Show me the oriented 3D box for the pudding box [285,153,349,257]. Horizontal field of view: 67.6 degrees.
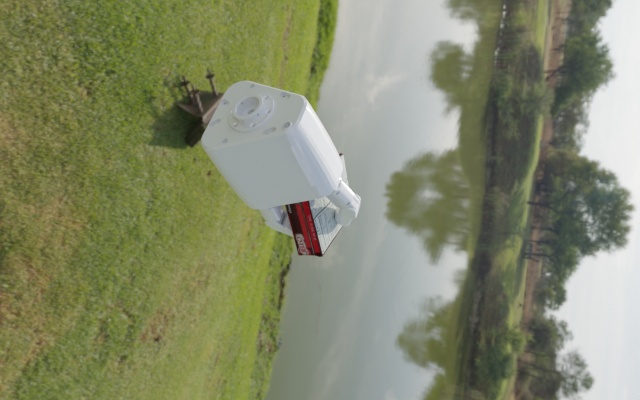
[{"bbox_3d":[0.000,0.002,0.591,0.039,0.090,0.113,4,31,27],"label":"pudding box"}]
